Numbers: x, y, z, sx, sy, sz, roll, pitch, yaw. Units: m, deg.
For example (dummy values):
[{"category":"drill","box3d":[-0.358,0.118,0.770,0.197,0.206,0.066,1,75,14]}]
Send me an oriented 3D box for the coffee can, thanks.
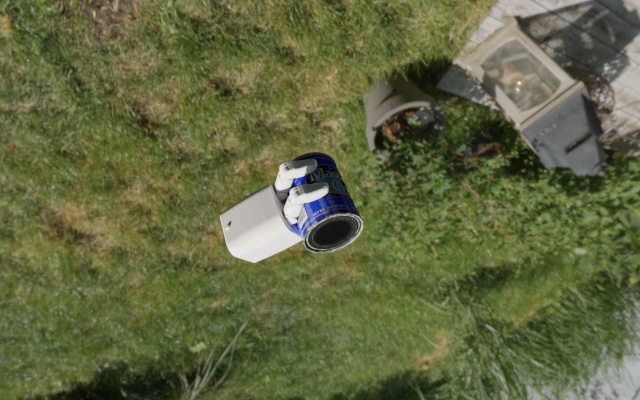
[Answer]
[{"category":"coffee can","box3d":[0.000,0.002,0.807,0.103,0.140,0.103,-14,-38,-11]}]
